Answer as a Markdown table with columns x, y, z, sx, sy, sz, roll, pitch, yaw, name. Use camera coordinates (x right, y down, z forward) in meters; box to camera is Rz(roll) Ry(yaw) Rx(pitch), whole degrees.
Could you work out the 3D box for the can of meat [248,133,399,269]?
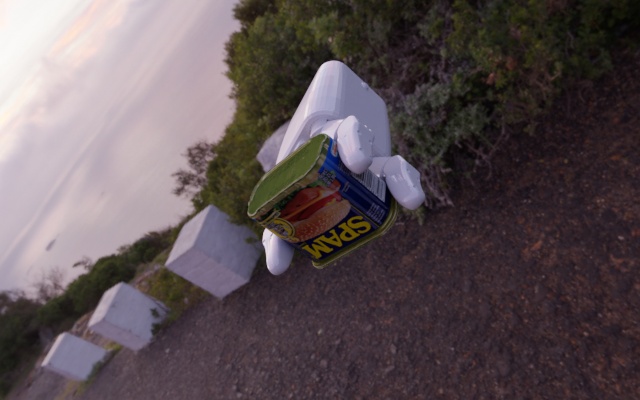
| x | y | z | sx | sy | sz | roll | pitch | yaw | name |
| --- | --- | --- | --- | --- | --- | --- | --- | --- | --- |
| 0.000 | 0.001 | 0.403 | 0.084 | 0.057 | 0.102 | 37 | -50 | -24 | can of meat |
